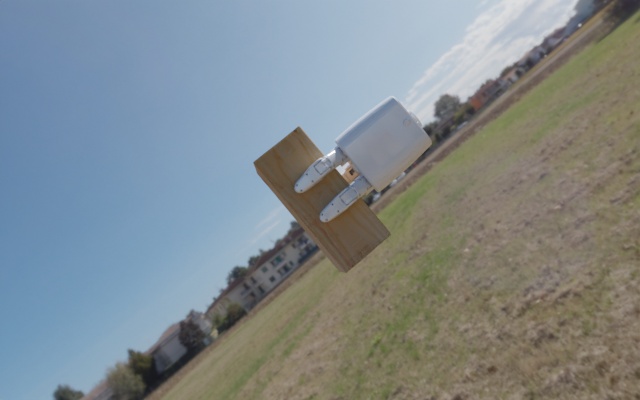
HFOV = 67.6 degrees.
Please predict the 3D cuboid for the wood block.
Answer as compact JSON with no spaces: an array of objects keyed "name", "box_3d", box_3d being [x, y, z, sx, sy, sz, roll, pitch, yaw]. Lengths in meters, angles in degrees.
[{"name":"wood block","box_3d":[0.000,0.002,0.725,0.090,0.206,0.091,-40,-3,-7]}]
